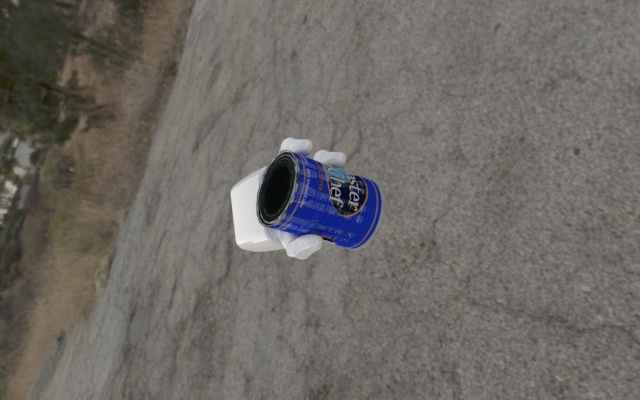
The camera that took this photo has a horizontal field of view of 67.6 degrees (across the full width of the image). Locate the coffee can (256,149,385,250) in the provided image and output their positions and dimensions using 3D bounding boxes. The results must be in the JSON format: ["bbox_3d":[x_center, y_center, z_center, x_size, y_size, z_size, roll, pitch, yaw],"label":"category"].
[{"bbox_3d":[0.000,0.002,0.634,0.140,0.103,0.103,17,-9,-31],"label":"coffee can"}]
